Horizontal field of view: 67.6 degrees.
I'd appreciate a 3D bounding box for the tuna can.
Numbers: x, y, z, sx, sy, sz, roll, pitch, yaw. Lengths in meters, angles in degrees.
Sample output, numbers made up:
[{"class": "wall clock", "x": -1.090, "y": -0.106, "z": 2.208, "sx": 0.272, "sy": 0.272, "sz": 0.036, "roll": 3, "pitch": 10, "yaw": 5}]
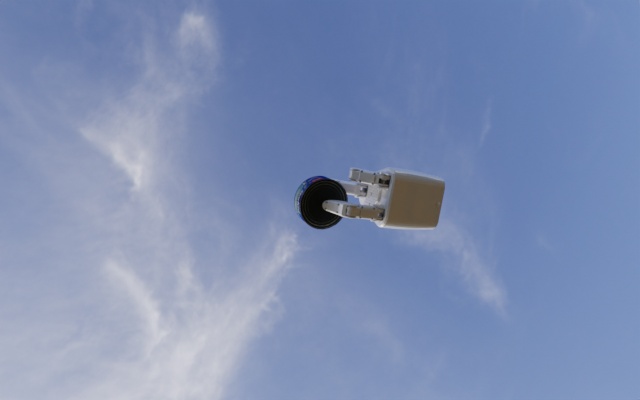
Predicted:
[{"class": "tuna can", "x": 0.000, "y": 0.002, "z": 0.793, "sx": 0.086, "sy": 0.086, "sz": 0.033, "roll": 0, "pitch": 13, "yaw": -24}]
